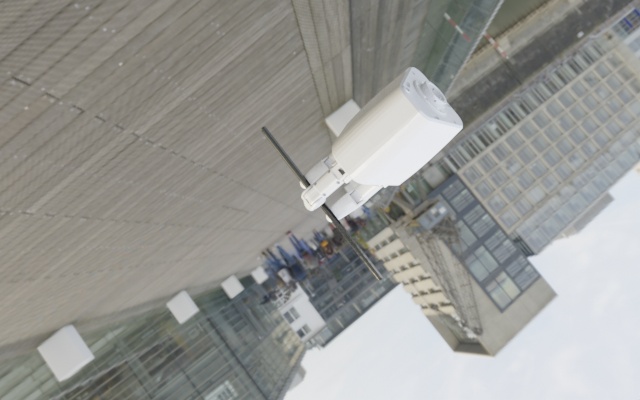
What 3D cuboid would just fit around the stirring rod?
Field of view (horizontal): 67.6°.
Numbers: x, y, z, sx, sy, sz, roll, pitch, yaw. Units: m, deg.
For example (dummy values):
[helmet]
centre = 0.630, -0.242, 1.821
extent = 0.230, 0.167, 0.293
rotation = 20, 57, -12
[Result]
[stirring rod]
centre = 0.000, 0.002, 0.594
extent = 0.011, 0.239, 0.011
rotation = -37, -7, -5
